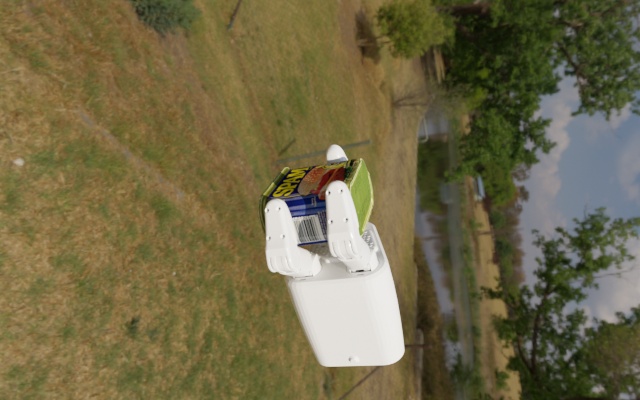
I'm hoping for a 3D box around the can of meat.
[{"bbox_3d":[0.000,0.001,0.450,0.084,0.057,0.102,-8,22,18],"label":"can of meat"}]
